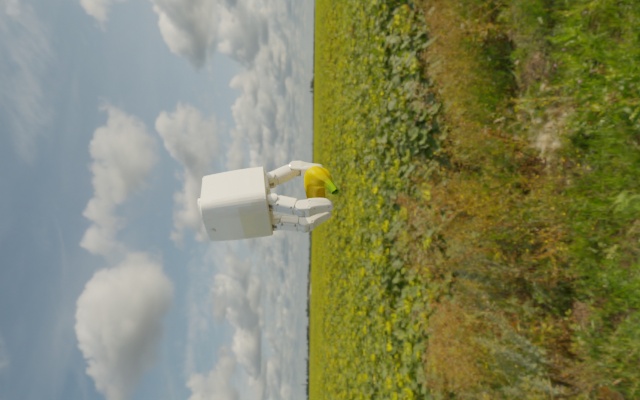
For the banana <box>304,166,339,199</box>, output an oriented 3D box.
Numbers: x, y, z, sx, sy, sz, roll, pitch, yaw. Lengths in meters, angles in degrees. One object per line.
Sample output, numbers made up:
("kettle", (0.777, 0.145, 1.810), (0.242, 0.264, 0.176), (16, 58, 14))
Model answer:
("banana", (-0.005, -0.016, 0.811), (0.037, 0.069, 0.198), (-16, -12, -8))
